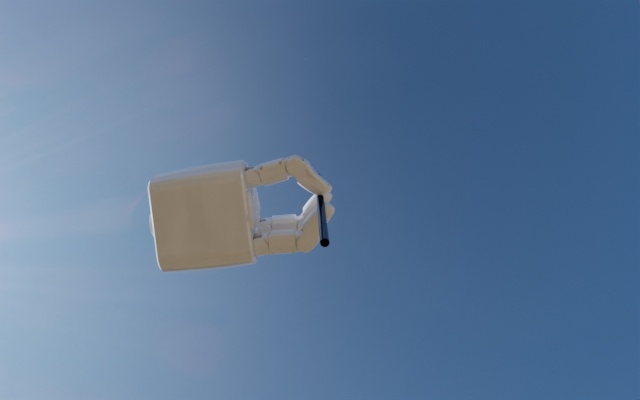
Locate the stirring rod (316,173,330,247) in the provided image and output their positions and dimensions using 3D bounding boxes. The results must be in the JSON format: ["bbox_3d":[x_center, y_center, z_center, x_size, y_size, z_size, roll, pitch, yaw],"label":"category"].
[{"bbox_3d":[0.000,0.002,0.519,0.011,0.011,0.239,0,16,-2],"label":"stirring rod"}]
